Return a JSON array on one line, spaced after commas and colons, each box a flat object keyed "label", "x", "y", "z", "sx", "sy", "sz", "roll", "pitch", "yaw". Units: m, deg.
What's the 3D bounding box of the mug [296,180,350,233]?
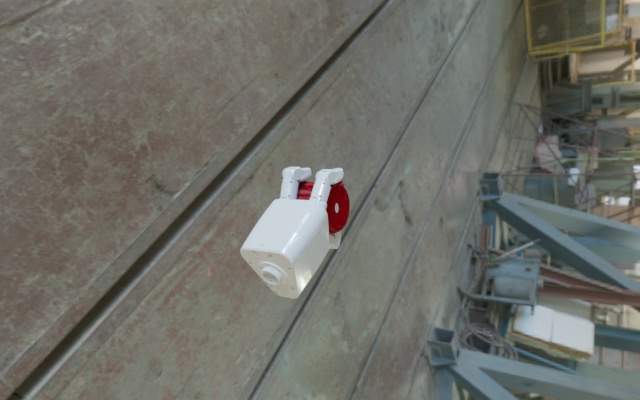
[{"label": "mug", "x": 0.001, "y": 0.002, "z": 0.790, "sx": 0.081, "sy": 0.093, "sz": 0.117, "roll": 3, "pitch": 43, "yaw": 33}]
